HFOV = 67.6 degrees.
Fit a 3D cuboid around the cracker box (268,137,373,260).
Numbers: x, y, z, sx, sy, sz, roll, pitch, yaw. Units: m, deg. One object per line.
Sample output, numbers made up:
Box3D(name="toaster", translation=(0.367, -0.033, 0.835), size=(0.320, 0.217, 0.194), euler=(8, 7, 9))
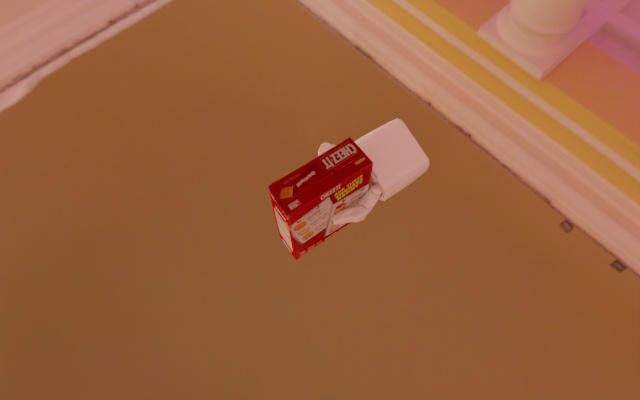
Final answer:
Box3D(name="cracker box", translation=(0.000, 0.003, 0.841), size=(0.164, 0.072, 0.214), euler=(-33, -21, -14))
